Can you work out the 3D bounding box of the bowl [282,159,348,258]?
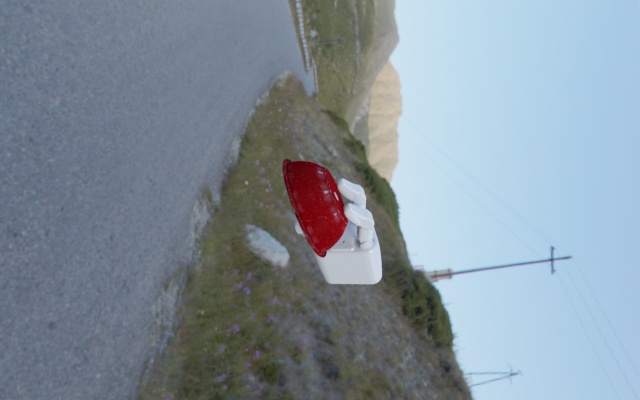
[{"bbox_3d":[0.000,0.002,0.724,0.055,0.162,0.162,-21,-4,10],"label":"bowl"}]
